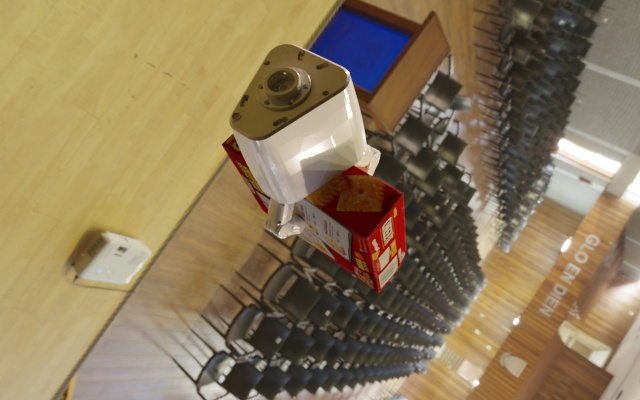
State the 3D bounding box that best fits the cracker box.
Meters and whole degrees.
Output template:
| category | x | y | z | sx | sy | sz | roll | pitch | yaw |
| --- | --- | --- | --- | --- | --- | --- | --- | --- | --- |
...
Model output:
| category | x | y | z | sx | sy | sz | roll | pitch | yaw |
| --- | --- | --- | --- | --- | --- | --- | --- | --- | --- |
| cracker box | 0.000 | 0.002 | 0.581 | 0.213 | 0.072 | 0.164 | 33 | -18 | 26 |
